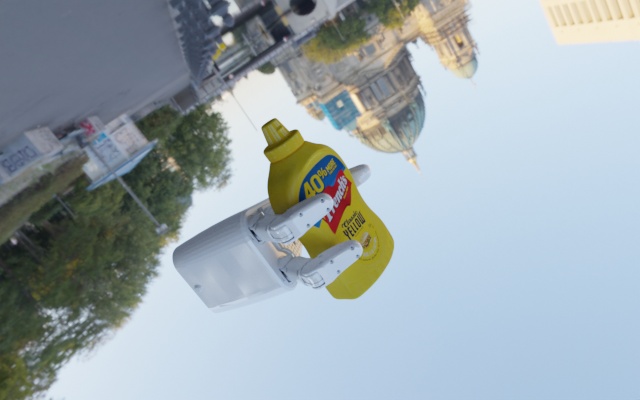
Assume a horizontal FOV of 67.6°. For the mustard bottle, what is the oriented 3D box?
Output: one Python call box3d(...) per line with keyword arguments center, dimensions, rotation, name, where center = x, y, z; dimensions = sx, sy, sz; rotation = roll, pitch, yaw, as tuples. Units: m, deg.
box3d(center=(0.000, 0.002, 0.483), dimensions=(0.058, 0.192, 0.096), rotation=(-11, 29, 49), name="mustard bottle")
